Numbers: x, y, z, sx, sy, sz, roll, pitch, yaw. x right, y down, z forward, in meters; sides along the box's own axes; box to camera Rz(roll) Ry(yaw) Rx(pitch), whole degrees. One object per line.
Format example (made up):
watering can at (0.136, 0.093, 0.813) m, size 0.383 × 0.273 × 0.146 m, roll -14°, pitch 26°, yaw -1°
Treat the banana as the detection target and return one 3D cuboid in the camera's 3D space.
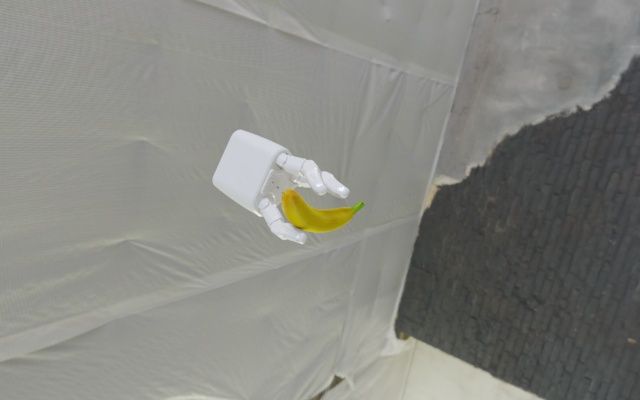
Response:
banana at (-0.006, 0.019, 0.738) m, size 0.037 × 0.070 × 0.198 m, roll 37°, pitch 17°, yaw 32°
